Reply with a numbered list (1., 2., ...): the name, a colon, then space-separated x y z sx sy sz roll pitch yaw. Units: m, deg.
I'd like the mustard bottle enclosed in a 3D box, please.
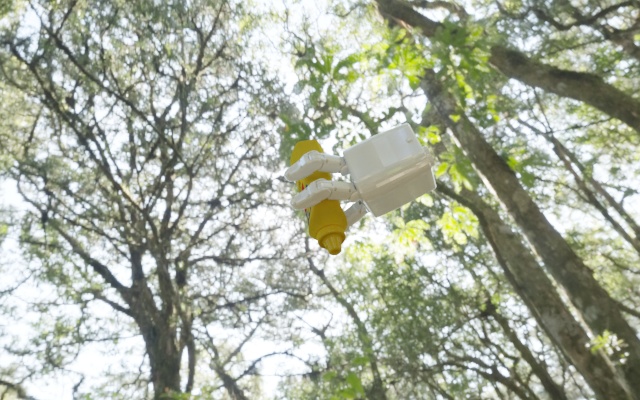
1. mustard bottle: 0.000 0.002 0.720 0.058 0.191 0.096 -9 -42 -10
